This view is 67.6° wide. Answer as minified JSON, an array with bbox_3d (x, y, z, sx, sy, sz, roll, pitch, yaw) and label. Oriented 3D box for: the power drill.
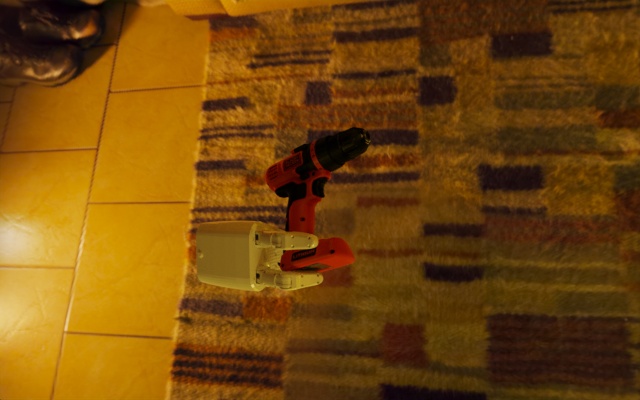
[{"bbox_3d":[0.000,0.003,0.675,0.184,0.187,0.057,-23,-31,35],"label":"power drill"}]
